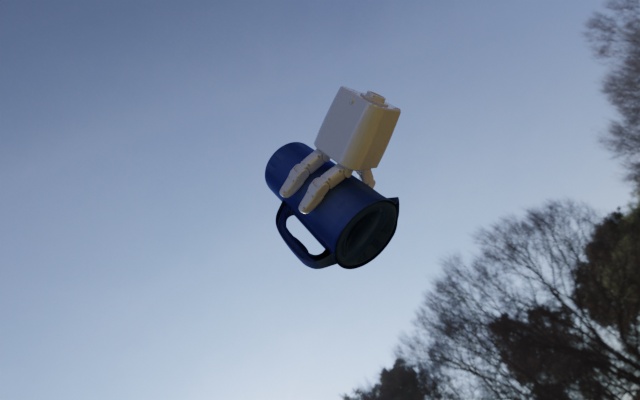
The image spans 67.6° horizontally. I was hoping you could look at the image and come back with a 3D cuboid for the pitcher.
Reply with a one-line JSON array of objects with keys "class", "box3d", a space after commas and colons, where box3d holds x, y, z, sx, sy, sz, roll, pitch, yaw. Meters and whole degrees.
[{"class": "pitcher", "box3d": [0.000, 0.003, 0.818, 0.149, 0.145, 0.242, 3, 29, -45]}]
